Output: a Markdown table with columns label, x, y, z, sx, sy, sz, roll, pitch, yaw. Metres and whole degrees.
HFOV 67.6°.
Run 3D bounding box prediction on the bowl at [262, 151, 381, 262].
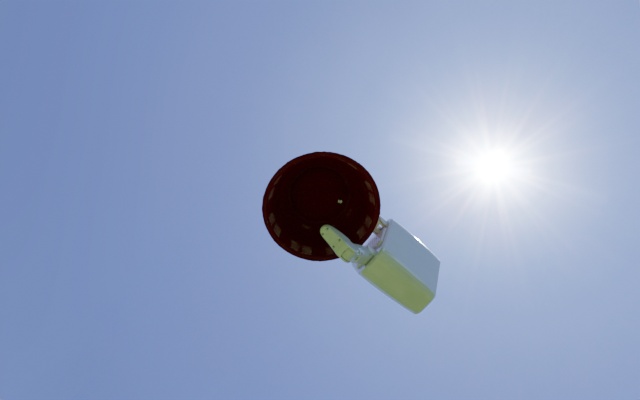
| label | x | y | z | sx | sy | sz | roll | pitch | yaw |
| --- | --- | --- | --- | --- | --- | --- | --- | --- | --- |
| bowl | -0.001 | 0.001 | 0.670 | 0.162 | 0.162 | 0.055 | 0 | 23 | -4 |
